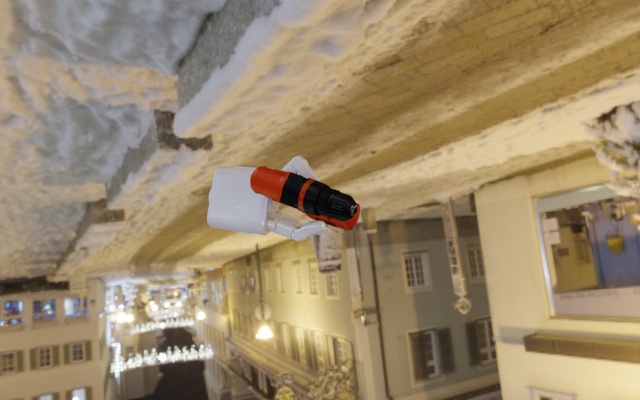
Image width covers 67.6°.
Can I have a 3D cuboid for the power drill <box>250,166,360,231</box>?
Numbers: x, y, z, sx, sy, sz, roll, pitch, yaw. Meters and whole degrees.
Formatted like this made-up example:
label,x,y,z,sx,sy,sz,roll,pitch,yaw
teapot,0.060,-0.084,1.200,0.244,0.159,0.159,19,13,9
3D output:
label,x,y,z,sx,sy,sz,roll,pitch,yaw
power drill,0.000,0.003,0.784,0.184,0.057,0.188,21,-4,27
